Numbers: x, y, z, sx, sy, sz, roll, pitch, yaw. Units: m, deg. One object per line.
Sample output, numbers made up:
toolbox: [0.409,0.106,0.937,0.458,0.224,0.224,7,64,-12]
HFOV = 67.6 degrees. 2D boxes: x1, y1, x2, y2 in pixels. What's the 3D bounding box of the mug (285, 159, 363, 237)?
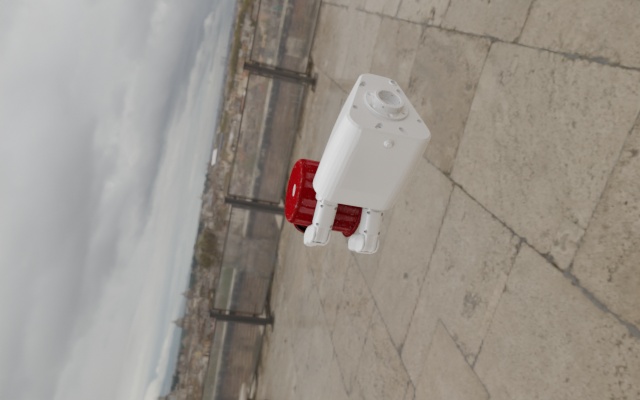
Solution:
mug: [-0.001,0.003,0.607,0.081,0.093,0.117,10,-45,-15]
